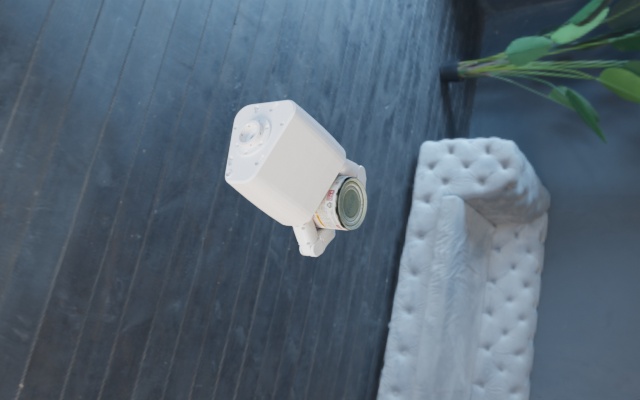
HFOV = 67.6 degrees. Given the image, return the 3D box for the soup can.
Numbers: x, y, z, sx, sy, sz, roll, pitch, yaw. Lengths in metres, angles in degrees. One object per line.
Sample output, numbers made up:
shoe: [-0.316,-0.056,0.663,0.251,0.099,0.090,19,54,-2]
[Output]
soup can: [0.001,0.002,0.615,0.102,0.068,0.068,2,1,37]
